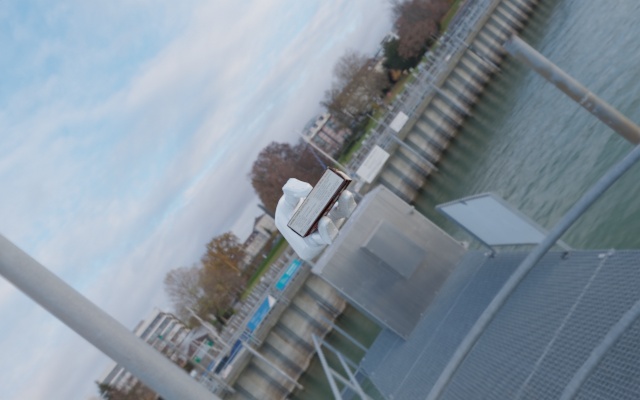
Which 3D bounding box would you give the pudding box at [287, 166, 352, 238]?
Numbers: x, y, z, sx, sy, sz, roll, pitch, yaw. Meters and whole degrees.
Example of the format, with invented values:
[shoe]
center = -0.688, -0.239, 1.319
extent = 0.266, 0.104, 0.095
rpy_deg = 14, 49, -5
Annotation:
[pudding box]
center = 0.000, 0.002, 0.748
extent = 0.039, 0.113, 0.090
rpy_deg = 34, 7, 6
